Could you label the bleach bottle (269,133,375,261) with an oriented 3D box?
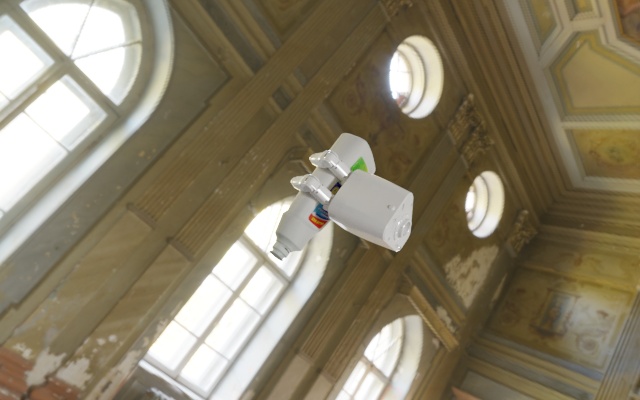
[{"bbox_3d":[0.000,0.003,0.833,0.068,0.250,0.103,25,-24,30],"label":"bleach bottle"}]
